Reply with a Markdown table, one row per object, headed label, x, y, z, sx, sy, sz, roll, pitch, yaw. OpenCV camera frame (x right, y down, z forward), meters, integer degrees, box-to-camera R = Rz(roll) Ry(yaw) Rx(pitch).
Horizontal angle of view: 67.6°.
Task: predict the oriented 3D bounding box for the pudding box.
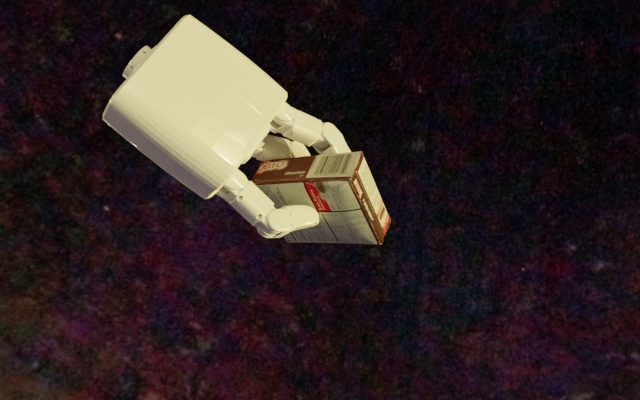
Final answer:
| label | x | y | z | sx | sy | sz | roll | pitch | yaw |
| --- | --- | --- | --- | --- | --- | --- | --- | --- | --- |
| pudding box | 0.000 | 0.002 | 0.461 | 0.113 | 0.039 | 0.090 | -1 | -44 | 32 |
